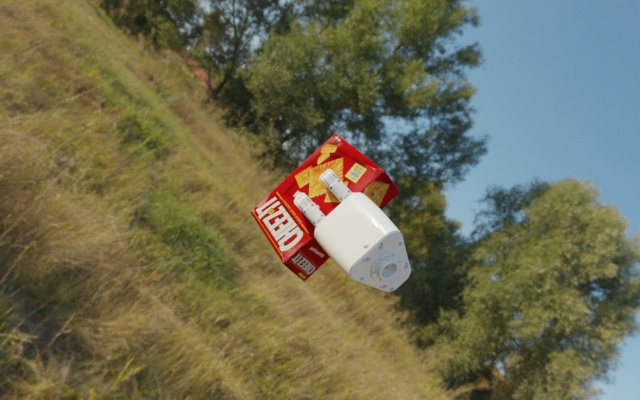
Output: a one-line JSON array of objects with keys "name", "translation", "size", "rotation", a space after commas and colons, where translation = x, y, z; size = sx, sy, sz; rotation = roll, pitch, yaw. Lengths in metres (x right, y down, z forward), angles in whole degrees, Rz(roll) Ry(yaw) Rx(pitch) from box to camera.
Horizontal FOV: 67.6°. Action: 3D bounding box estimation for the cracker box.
[{"name": "cracker box", "translation": [0.000, 0.003, 0.808], "size": [0.072, 0.213, 0.164], "rotation": [48, 0, -40]}]
